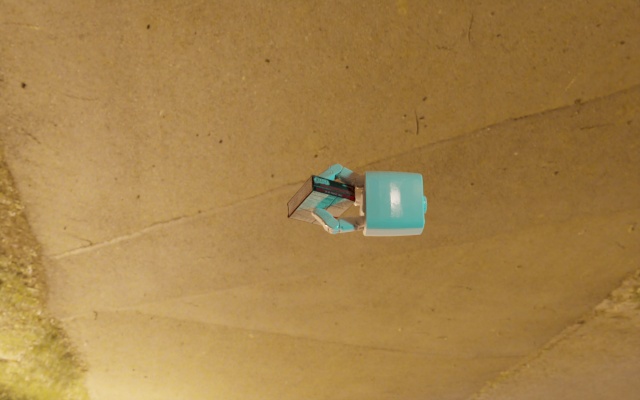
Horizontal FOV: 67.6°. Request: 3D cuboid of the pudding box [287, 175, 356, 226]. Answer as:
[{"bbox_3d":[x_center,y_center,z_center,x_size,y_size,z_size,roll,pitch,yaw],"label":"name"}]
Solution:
[{"bbox_3d":[0.000,0.003,0.891,0.090,0.039,0.113,15,-37,-23],"label":"pudding box"}]
